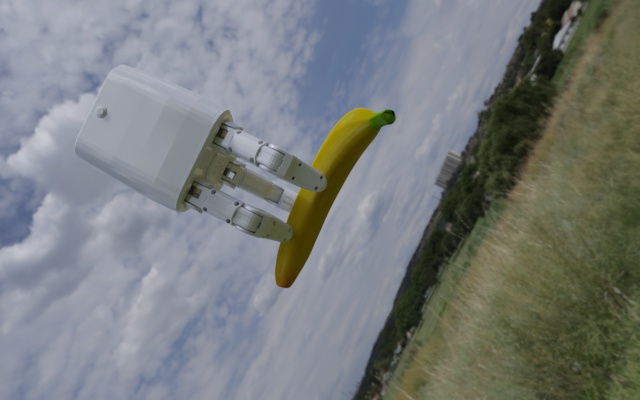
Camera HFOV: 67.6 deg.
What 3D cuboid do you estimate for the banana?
[{"bbox_3d":[0.002,-0.009,0.440,0.037,0.198,0.069,25,24,-10],"label":"banana"}]
